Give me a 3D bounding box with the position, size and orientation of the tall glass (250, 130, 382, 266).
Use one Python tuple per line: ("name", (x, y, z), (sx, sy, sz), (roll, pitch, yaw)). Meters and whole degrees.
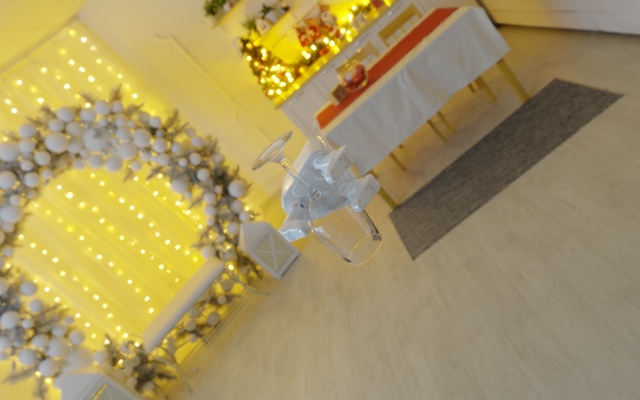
("tall glass", (0.000, 0.002, 0.655), (0.201, 0.079, 0.079), (47, -19, -19))
